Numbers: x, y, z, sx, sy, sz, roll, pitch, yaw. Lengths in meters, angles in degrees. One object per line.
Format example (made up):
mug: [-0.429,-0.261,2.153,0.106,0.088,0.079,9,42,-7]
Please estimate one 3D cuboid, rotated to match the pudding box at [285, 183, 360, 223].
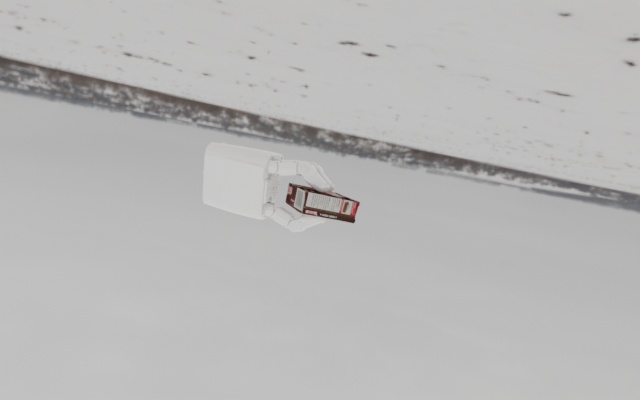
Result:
pudding box: [0.000,0.003,0.761,0.090,0.039,0.113,11,7,-18]
